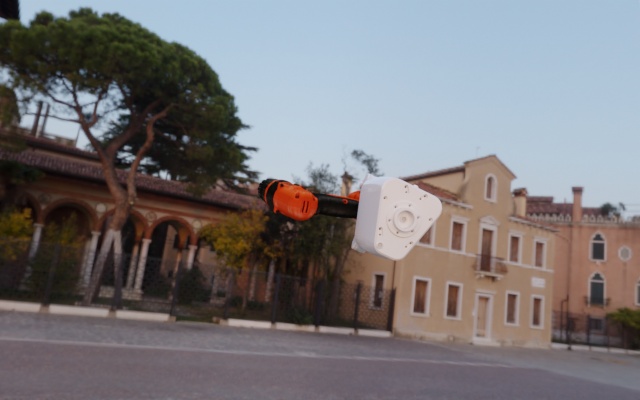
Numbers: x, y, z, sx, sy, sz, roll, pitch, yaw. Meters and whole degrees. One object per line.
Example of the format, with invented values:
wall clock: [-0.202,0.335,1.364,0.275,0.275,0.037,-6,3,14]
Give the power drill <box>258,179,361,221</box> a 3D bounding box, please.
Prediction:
power drill: [0.001,0.003,0.798,0.187,0.057,0.184,6,9,-25]
